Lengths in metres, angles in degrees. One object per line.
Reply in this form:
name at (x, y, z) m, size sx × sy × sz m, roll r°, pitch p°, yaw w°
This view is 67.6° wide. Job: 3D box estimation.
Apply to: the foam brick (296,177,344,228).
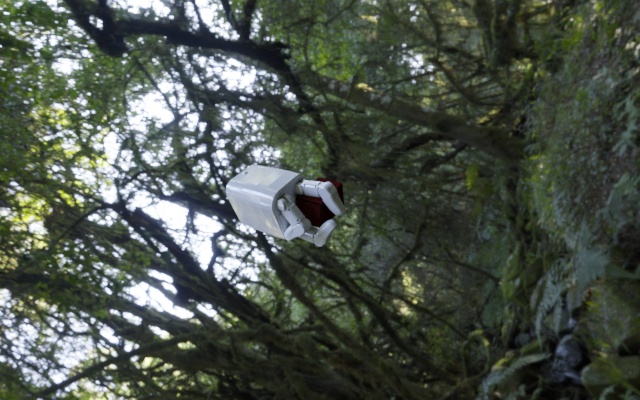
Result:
foam brick at (0.000, 0.003, 0.837) m, size 0.051 × 0.053 × 0.078 m, roll 15°, pitch 37°, yaw 28°
